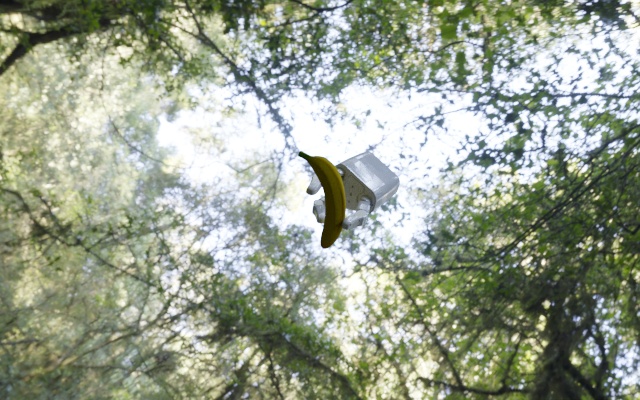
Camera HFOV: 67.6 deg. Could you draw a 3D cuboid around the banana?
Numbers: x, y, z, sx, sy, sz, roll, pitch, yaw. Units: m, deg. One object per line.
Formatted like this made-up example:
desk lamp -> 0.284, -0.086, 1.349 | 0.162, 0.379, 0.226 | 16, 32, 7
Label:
banana -> 0.015, 0.001, 0.862 | 0.069, 0.198, 0.037 | 3, 25, 36
